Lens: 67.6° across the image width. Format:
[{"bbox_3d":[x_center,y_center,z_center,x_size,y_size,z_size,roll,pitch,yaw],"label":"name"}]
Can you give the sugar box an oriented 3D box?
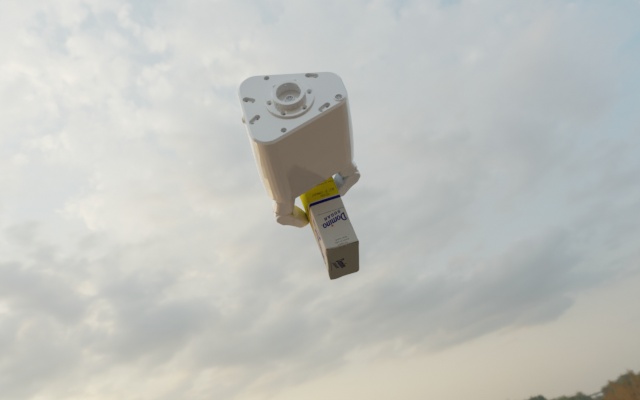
[{"bbox_3d":[0.000,0.002,0.602,0.048,0.176,0.093,-16,-30,-4],"label":"sugar box"}]
